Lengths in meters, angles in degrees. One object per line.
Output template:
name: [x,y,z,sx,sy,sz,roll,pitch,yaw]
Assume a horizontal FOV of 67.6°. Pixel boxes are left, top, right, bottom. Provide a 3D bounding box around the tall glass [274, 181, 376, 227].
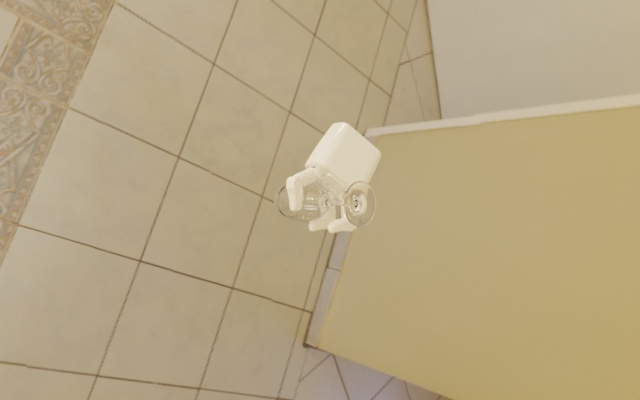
tall glass: [0.000,0.003,0.850,0.079,0.079,0.201,0,1,-41]
